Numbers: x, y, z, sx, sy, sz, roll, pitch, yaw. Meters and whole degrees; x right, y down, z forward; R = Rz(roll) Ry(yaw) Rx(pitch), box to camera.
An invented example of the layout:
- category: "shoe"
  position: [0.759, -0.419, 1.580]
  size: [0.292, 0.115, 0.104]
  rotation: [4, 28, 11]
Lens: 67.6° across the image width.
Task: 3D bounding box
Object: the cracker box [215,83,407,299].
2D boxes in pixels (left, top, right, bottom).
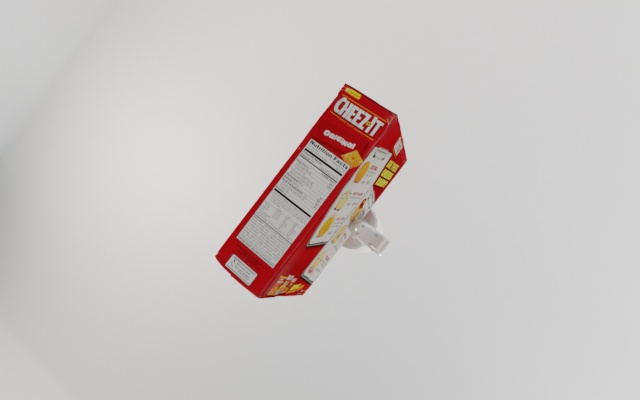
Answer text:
- category: "cracker box"
  position: [0.000, 0.002, 0.519]
  size: [0.072, 0.213, 0.164]
  rotation: [37, 0, 16]
